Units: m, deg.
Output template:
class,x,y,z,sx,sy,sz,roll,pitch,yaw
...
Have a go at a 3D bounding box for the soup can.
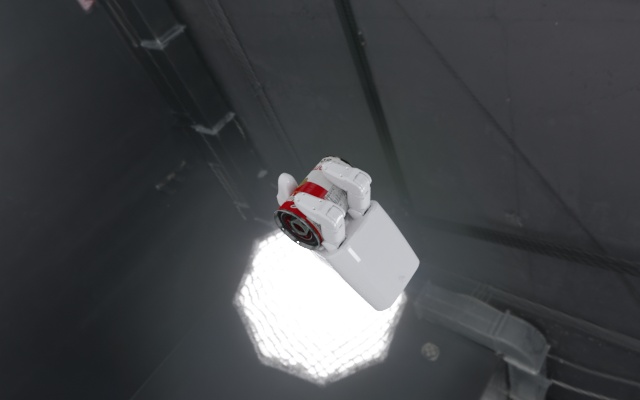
class,x,y,z,sx,sy,sz,roll,pitch,yaw
soup can,0.000,0.001,0.589,0.068,0.068,0.102,0,43,52
